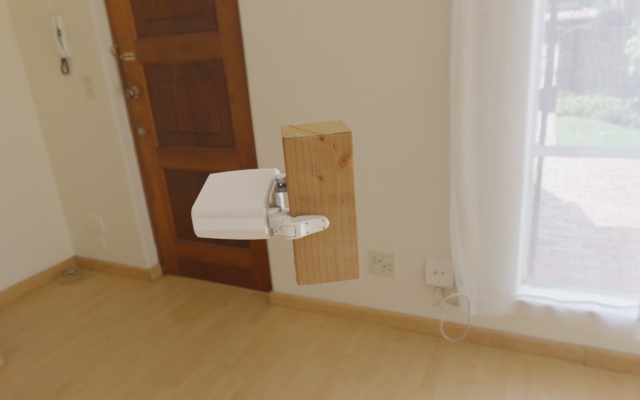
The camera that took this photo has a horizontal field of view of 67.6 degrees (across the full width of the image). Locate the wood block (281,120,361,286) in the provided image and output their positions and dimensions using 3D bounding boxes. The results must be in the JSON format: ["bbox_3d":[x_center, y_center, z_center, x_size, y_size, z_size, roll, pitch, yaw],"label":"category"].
[{"bbox_3d":[0.000,0.002,0.663,0.090,0.206,0.090,-6,19,-4],"label":"wood block"}]
